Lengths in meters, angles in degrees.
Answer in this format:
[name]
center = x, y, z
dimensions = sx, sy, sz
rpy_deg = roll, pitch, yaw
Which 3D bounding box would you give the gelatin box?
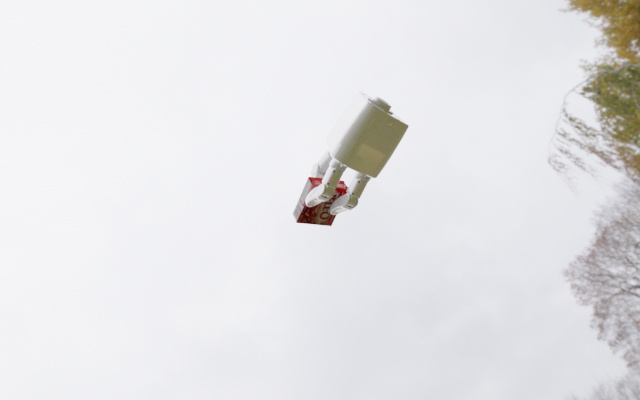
[gelatin box]
center = 0.000, 0.003, 0.853
dimensions = 0.073, 0.089, 0.030
rpy_deg = 7, 35, -28
